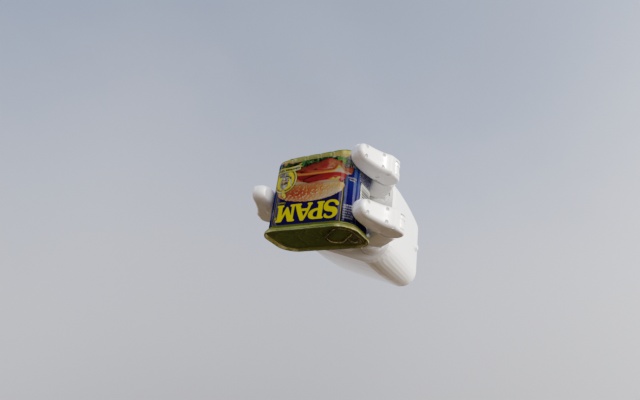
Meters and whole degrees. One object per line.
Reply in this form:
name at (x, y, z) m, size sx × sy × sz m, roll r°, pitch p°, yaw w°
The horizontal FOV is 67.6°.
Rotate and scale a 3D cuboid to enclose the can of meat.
can of meat at (0.000, 0.001, 0.482) m, size 0.102 × 0.084 × 0.057 m, roll -7°, pitch -29°, yaw 28°
